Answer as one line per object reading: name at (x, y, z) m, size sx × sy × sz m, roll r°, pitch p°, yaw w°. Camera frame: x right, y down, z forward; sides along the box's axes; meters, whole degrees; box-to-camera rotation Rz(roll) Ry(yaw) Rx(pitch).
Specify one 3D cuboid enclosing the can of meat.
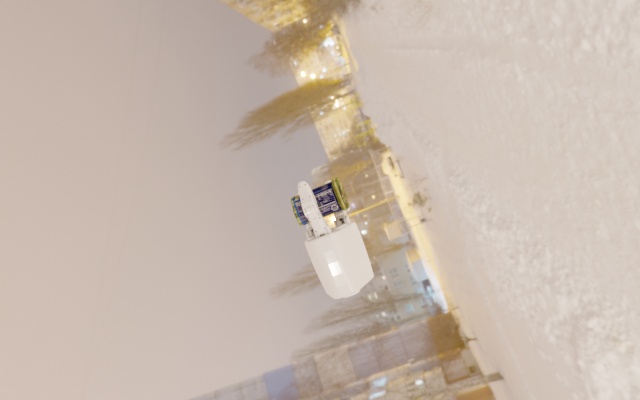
can of meat at (0.000, 0.003, 0.827) m, size 0.084 × 0.057 × 0.102 m, roll -22°, pitch 1°, yaw 8°
